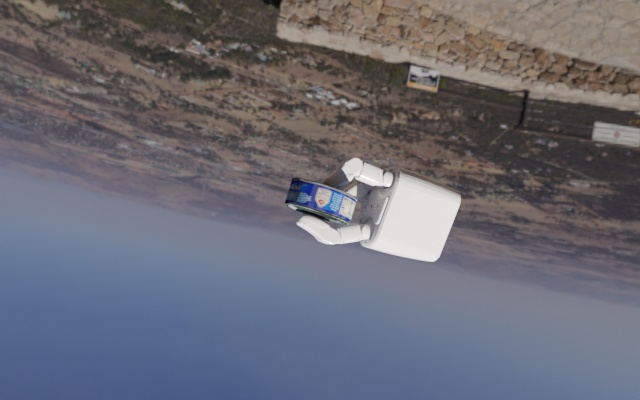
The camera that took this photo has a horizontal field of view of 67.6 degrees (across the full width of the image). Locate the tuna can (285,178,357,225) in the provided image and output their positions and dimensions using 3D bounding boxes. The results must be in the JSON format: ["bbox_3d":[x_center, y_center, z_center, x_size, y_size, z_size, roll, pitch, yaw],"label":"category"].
[{"bbox_3d":[0.000,0.002,0.591,0.086,0.033,0.086,17,-7,2],"label":"tuna can"}]
